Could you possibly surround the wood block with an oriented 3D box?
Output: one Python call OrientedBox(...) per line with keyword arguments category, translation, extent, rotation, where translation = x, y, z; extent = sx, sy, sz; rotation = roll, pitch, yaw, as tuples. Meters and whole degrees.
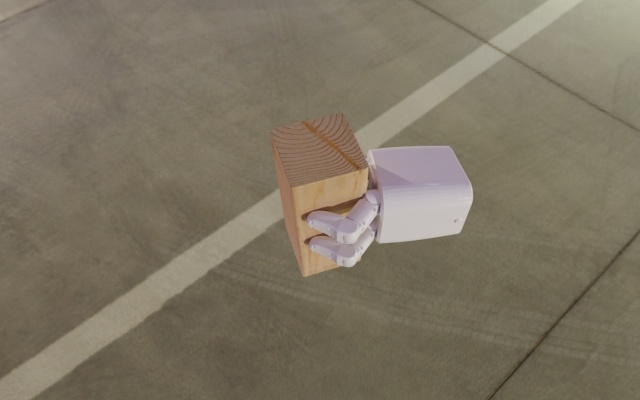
OrientedBox(category="wood block", translation=(0.000, 0.002, 0.605), extent=(0.090, 0.090, 0.206), rotation=(-15, -35, -9))
